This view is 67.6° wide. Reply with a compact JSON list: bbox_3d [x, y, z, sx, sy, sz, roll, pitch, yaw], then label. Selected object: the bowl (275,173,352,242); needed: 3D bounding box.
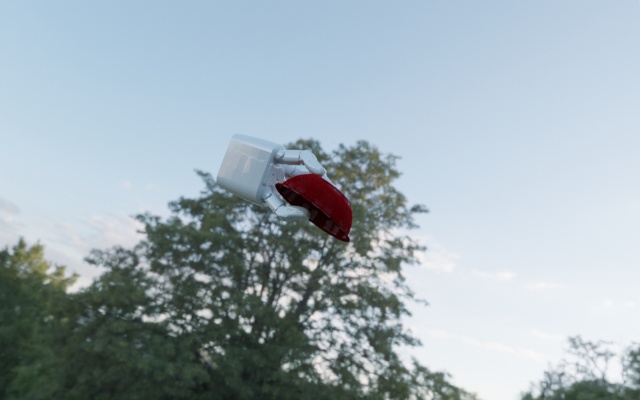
[{"bbox_3d":[0.001,0.003,0.829,0.162,0.055,0.162,37,-11,8],"label":"bowl"}]
